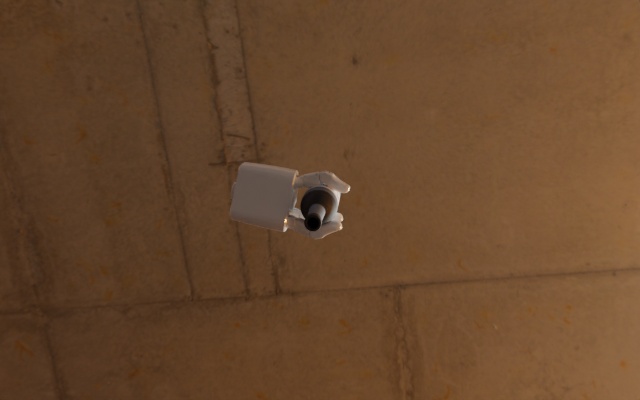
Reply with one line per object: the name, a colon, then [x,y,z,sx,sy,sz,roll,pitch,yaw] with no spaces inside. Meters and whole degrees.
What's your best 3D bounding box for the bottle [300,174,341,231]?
bottle: [0.000,0.003,0.888,0.069,0.069,0.295,0,13,5]
